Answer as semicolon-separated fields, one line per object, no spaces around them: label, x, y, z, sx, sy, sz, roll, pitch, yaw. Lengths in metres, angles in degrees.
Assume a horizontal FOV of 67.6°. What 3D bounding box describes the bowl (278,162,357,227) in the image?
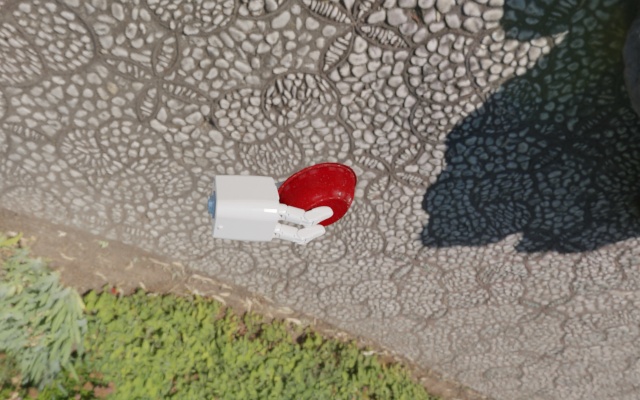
bowl;0.002;0.003;0.883;0.162;0.055;0.162;-15;-33;-10
